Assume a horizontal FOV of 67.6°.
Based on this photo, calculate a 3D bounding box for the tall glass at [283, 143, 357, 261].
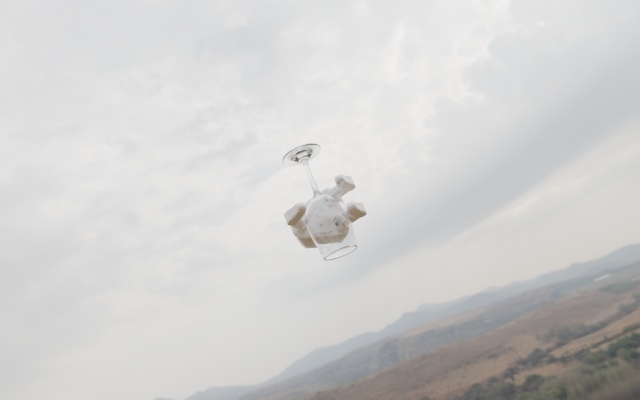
[{"bbox_3d":[0.000,0.002,0.847,0.079,0.201,0.079,-19,-19,-7],"label":"tall glass"}]
